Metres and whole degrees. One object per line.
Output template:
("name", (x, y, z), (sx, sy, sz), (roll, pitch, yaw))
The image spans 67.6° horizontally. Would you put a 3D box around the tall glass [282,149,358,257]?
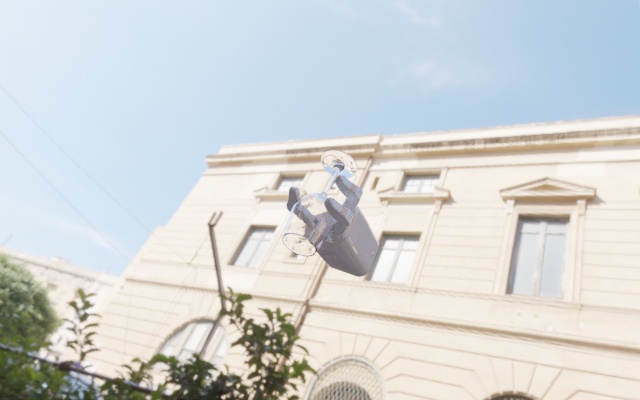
("tall glass", (0.000, 0.002, 0.851), (0.079, 0.201, 0.079), (17, -37, 13))
